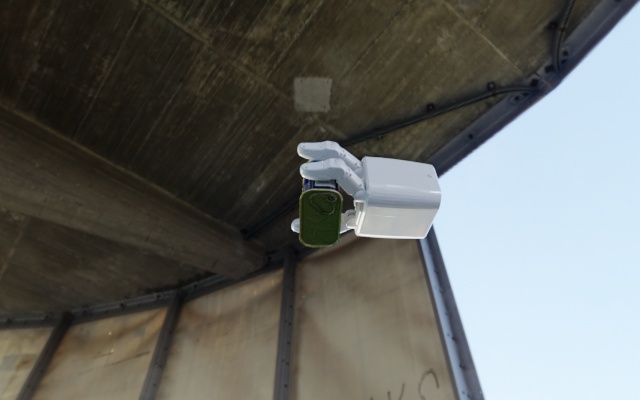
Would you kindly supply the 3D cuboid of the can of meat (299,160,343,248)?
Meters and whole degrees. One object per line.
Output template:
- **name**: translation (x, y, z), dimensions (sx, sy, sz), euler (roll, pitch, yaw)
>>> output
- **can of meat**: translation (0.000, 0.002, 0.685), dimensions (0.057, 0.102, 0.084), euler (2, 37, -1)
